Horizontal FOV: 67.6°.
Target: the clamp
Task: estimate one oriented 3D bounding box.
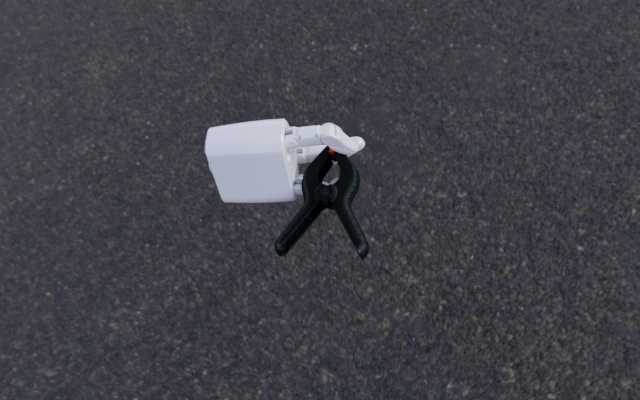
[{"bbox_3d":[0.000,0.002,0.625,0.120,0.171,0.039,-5,-32,8],"label":"clamp"}]
